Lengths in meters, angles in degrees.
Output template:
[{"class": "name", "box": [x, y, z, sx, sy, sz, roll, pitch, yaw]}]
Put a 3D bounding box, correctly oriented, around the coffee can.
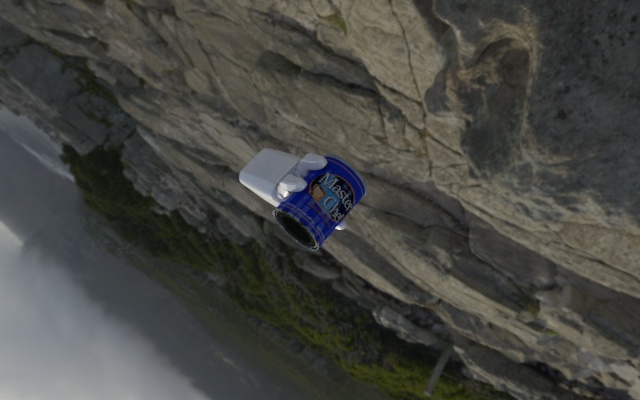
[{"class": "coffee can", "box": [0.000, 0.003, 0.837, 0.140, 0.103, 0.103, -48, 22, -21]}]
